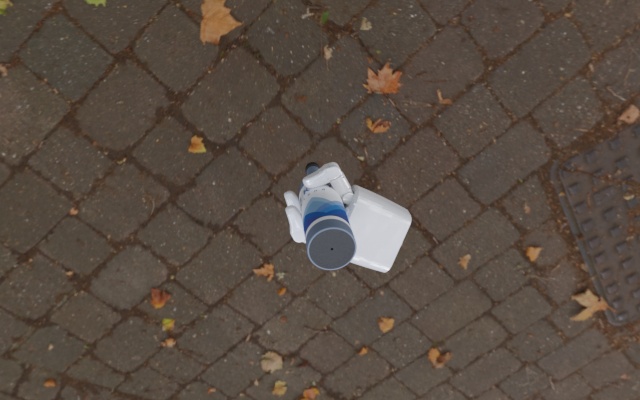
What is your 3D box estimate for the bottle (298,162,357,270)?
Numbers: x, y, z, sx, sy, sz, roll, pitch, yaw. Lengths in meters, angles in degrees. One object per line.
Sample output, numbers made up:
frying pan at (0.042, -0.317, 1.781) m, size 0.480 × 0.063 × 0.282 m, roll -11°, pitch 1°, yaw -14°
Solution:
bottle at (0.000, 0.003, 0.764) m, size 0.069 × 0.069 × 0.295 m, roll 0°, pitch 25°, yaw -7°
